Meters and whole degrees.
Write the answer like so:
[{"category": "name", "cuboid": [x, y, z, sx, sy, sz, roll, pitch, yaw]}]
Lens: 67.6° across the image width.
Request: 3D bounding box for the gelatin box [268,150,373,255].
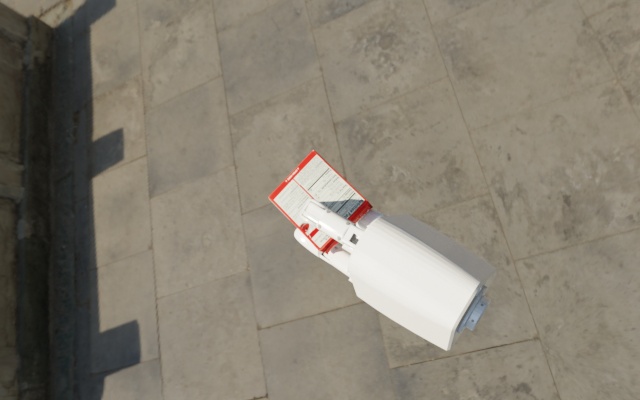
[{"category": "gelatin box", "cuboid": [0.000, 0.001, 0.515, 0.089, 0.073, 0.030, 45, 4, 20]}]
